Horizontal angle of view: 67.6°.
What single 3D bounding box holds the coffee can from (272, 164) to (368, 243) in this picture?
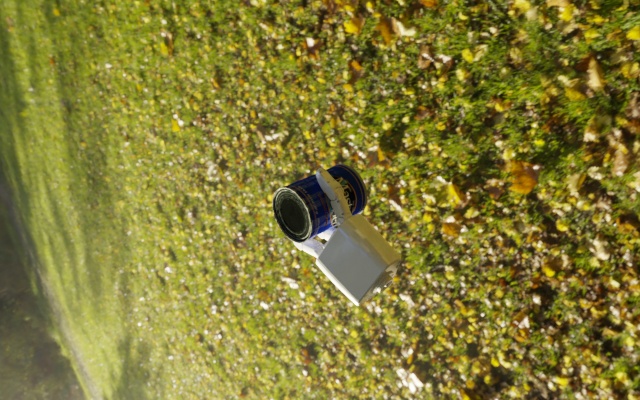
[{"bbox_3d":[0.000,0.003,0.853,0.140,0.103,0.103,-25,16,-38],"label":"coffee can"}]
